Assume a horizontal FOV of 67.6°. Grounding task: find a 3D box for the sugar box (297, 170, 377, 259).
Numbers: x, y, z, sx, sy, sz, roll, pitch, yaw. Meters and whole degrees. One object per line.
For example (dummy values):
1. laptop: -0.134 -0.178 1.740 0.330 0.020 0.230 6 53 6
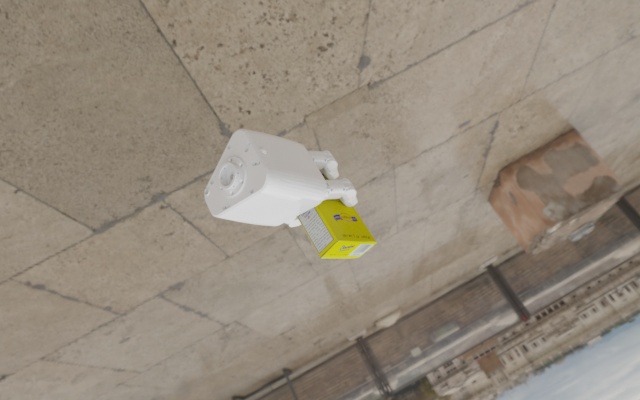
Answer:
1. sugar box: 0.000 0.002 0.690 0.048 0.176 0.093 -44 -30 26
